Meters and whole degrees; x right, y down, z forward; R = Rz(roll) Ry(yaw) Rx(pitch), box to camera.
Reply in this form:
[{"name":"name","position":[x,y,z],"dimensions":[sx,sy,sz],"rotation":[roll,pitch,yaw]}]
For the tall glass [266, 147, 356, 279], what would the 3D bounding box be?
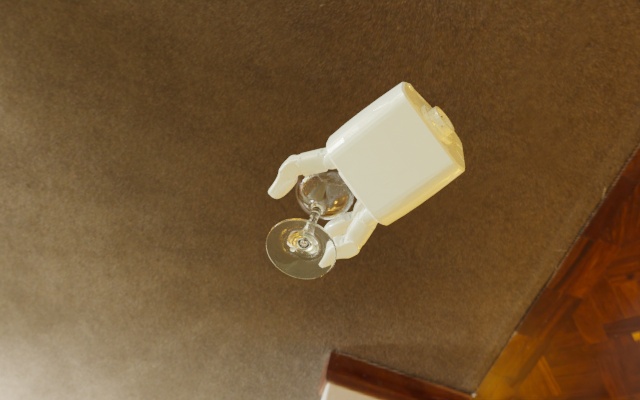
[{"name":"tall glass","position":[0.000,0.002,0.569],"dimensions":[0.079,0.079,0.201],"rotation":[0,29,13]}]
